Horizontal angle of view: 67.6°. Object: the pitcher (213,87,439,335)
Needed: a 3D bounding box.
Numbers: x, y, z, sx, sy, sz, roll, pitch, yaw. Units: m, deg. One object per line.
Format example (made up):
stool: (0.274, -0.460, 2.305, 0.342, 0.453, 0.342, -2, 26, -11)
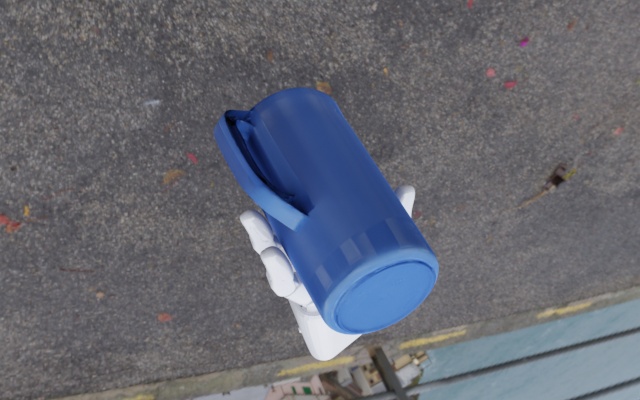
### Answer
pitcher: (0.000, 0.002, 0.463, 0.149, 0.145, 0.242, -20, 47, -12)
